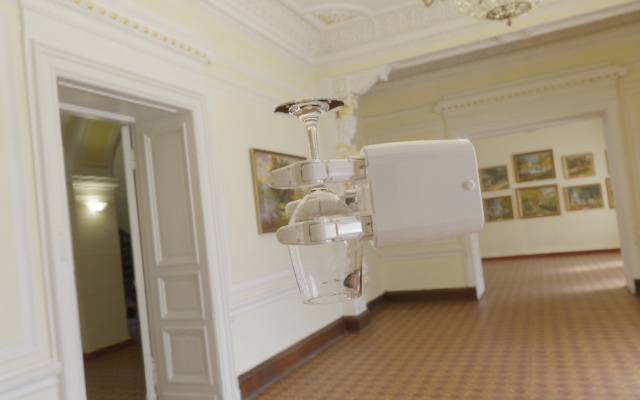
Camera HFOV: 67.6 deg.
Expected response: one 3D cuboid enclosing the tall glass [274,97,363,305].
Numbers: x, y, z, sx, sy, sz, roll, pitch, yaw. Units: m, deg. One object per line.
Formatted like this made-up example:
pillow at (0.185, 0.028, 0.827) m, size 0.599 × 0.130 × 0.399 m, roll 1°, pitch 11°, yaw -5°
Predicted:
tall glass at (0.000, 0.001, 0.492) m, size 0.079 × 0.201 × 0.079 m, roll -6°, pitch -3°, yaw 0°
